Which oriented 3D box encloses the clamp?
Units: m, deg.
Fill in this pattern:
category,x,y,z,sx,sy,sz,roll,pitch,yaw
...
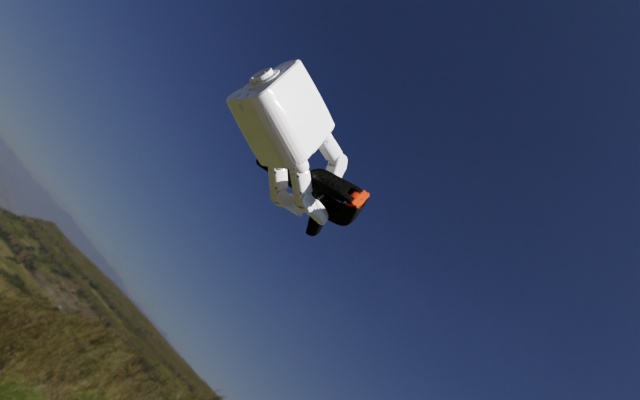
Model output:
category,x,y,z,sx,sy,sz,roll,pitch,yaw
clamp,0.001,0.002,0.704,0.036,0.165,0.210,-45,31,-23
